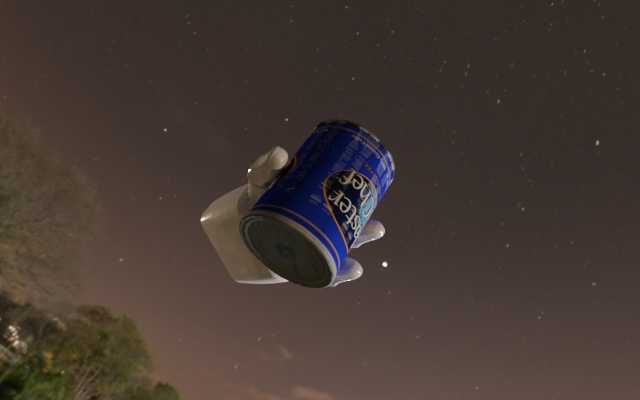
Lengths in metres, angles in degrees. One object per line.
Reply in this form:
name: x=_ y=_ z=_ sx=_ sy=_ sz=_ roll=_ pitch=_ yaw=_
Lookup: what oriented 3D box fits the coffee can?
coffee can: x=0.000 y=0.002 z=0.479 sx=0.103 sy=0.103 sz=0.140 roll=0 pitch=43 yaw=41
